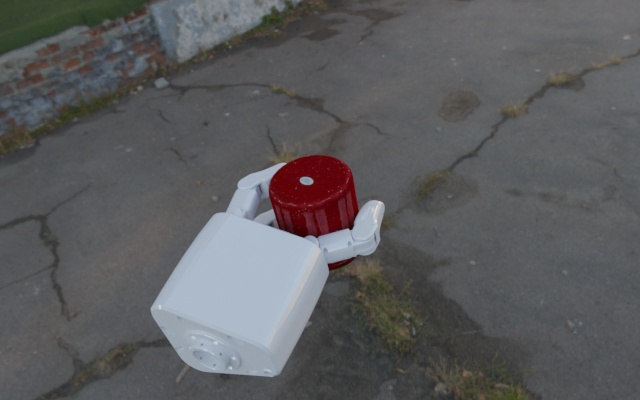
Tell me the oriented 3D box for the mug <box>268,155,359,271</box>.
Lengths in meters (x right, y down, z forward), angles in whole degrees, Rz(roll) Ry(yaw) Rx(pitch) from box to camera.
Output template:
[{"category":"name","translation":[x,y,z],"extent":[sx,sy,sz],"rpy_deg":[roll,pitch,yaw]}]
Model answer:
[{"category":"mug","translation":[0.001,0.000,0.479],"extent":[0.093,0.082,0.117],"rpy_deg":[5,43,20]}]
